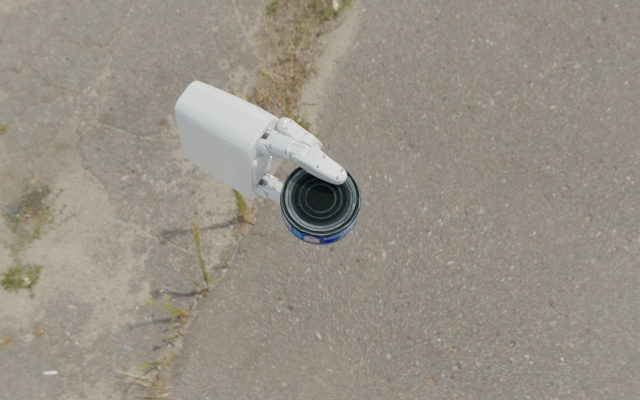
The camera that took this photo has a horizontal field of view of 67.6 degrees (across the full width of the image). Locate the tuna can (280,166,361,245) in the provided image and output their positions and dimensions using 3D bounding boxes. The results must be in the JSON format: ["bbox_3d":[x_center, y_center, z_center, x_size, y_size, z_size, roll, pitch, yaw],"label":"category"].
[{"bbox_3d":[0.000,0.001,0.506,0.086,0.086,0.034,0,-19,-1],"label":"tuna can"}]
